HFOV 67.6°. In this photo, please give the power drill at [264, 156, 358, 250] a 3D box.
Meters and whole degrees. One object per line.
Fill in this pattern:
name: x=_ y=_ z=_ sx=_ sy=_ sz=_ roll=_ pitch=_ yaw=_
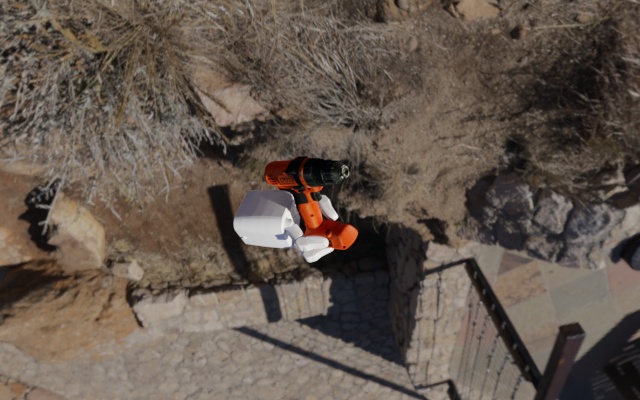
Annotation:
power drill: x=0.000 y=0.003 z=0.873 sx=0.184 sy=0.188 sz=0.057 roll=4 pitch=40 yaw=42
